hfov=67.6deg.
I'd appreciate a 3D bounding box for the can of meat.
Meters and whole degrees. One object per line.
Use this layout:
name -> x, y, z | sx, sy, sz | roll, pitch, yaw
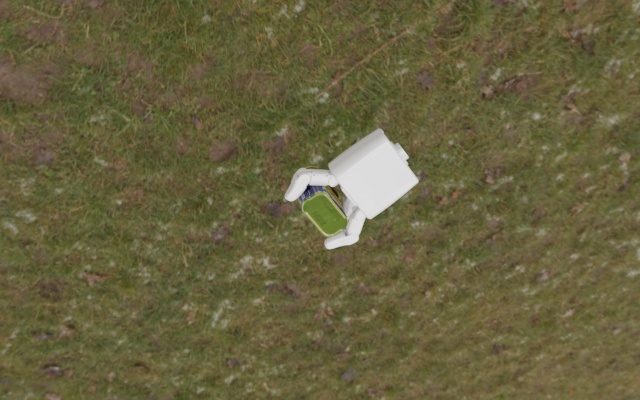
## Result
can of meat -> 0.000, 0.003, 0.829 | 0.057, 0.102, 0.084 | -34, 36, 9
